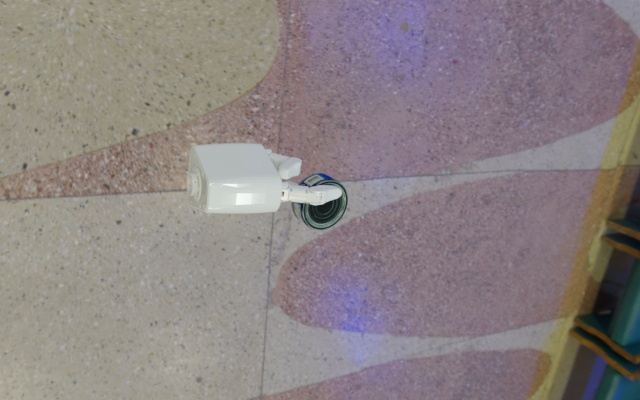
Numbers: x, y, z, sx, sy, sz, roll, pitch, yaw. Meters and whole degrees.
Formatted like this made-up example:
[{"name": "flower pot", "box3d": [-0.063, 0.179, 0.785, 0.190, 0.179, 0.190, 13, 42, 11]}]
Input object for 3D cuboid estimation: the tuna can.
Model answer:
[{"name": "tuna can", "box3d": [0.000, 0.003, 0.743, 0.086, 0.086, 0.033, 0, 20, -34]}]
